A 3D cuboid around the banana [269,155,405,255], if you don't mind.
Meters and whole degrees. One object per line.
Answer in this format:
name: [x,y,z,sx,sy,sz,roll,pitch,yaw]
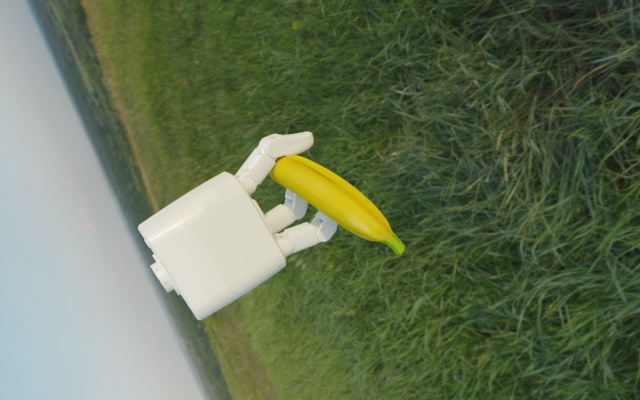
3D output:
banana: [-0.002,-0.008,0.490,0.197,0.037,0.070,35,-21,33]
